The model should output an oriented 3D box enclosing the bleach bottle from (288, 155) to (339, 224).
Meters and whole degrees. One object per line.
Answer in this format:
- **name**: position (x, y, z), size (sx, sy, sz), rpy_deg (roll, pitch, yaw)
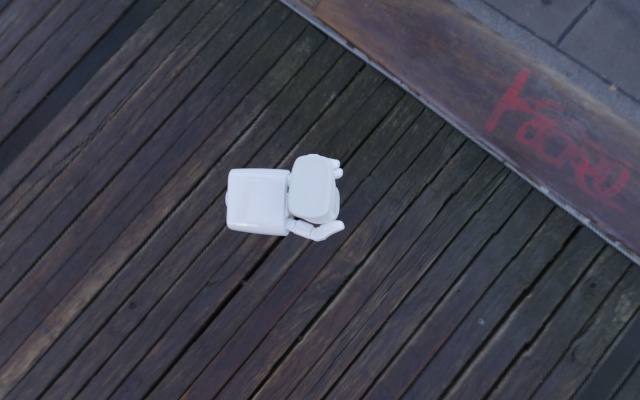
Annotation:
- **bleach bottle**: position (0.000, 0.003, 0.841), size (0.068, 0.102, 0.251), rpy_deg (4, -12, 8)
